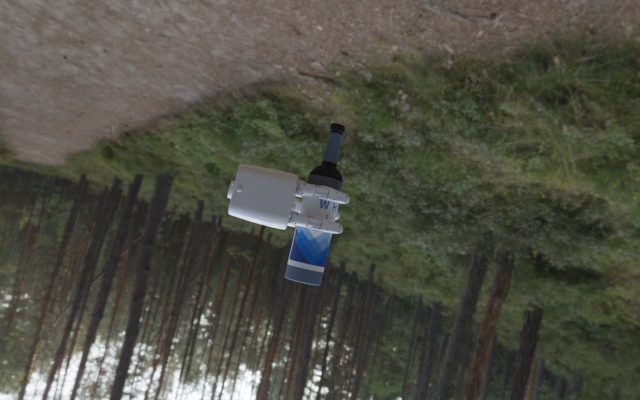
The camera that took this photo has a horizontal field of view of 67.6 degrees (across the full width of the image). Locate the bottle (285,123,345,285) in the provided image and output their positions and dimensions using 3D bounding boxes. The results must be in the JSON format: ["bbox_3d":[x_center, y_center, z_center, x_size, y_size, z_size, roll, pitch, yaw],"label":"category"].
[{"bbox_3d":[0.000,0.003,0.875,0.069,0.295,0.069,13,-5,1],"label":"bottle"}]
